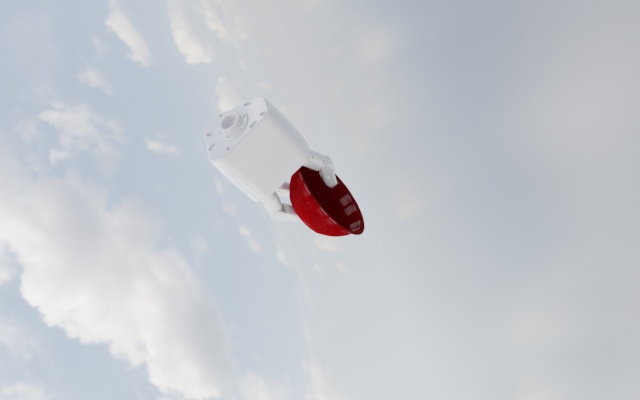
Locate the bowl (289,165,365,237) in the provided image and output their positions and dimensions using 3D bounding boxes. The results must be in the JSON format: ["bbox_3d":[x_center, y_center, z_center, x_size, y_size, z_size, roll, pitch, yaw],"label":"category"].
[{"bbox_3d":[0.001,0.004,0.777,0.055,0.162,0.162,-39,-16,21],"label":"bowl"}]
